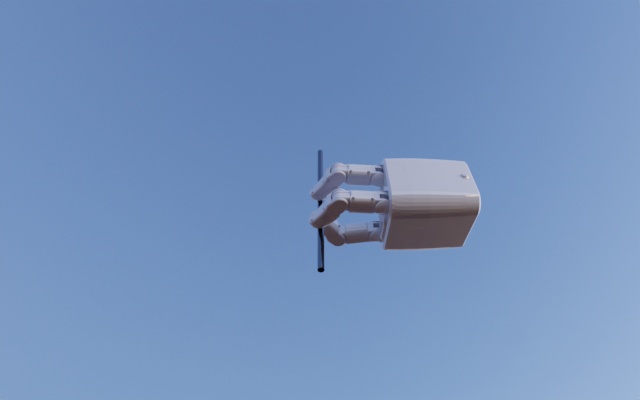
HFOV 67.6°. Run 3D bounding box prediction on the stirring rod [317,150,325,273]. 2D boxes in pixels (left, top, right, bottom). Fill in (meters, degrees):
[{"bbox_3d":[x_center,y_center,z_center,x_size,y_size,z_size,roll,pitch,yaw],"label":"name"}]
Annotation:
[{"bbox_3d":[0.000,0.002,0.619,0.011,0.011,0.239,0,38,0],"label":"stirring rod"}]
